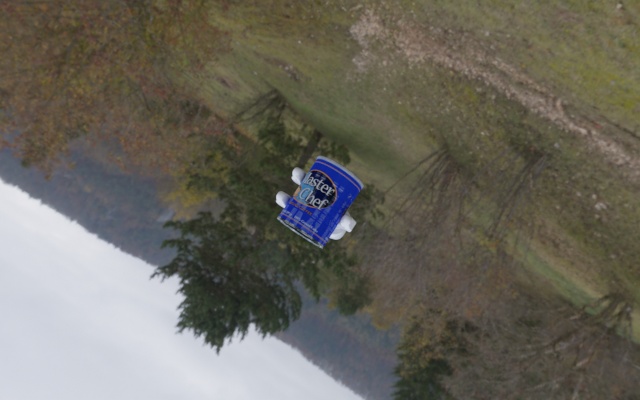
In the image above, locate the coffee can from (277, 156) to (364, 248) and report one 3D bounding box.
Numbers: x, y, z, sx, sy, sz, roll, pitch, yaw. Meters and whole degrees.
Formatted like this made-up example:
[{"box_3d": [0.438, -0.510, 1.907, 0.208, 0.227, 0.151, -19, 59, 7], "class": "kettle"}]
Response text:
[{"box_3d": [0.000, 0.003, 0.888, 0.103, 0.140, 0.103, 33, -8, 5], "class": "coffee can"}]
